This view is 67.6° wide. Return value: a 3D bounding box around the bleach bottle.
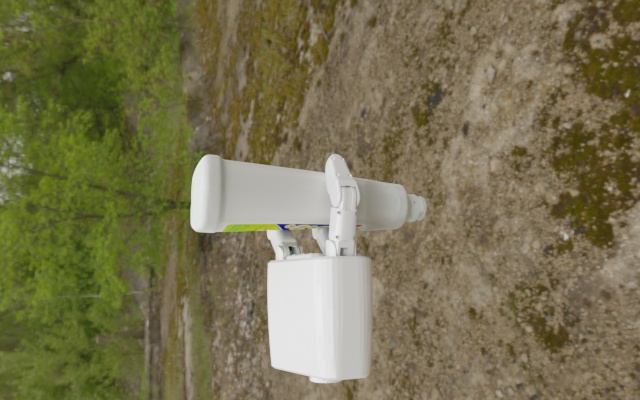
[{"bbox_3d":[0.000,0.002,0.493,0.251,0.068,0.102,3,-9,-21],"label":"bleach bottle"}]
